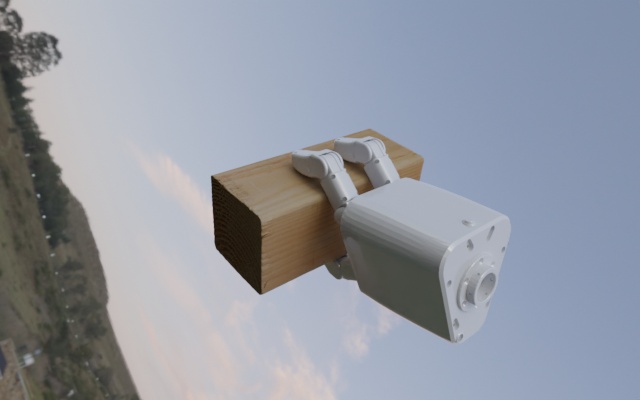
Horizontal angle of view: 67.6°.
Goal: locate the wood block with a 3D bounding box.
[{"bbox_3d":[0.000,0.002,0.499,0.206,0.091,0.090,-21,41,-34],"label":"wood block"}]
